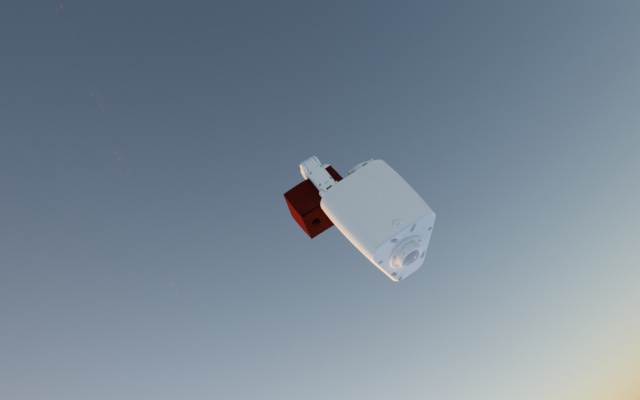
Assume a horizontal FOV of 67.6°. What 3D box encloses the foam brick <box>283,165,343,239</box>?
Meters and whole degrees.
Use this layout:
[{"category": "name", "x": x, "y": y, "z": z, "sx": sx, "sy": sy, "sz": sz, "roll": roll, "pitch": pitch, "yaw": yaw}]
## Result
[{"category": "foam brick", "x": 0.000, "y": 0.002, "z": 0.633, "sx": 0.078, "sy": 0.051, "sz": 0.053, "roll": -32, "pitch": -38, "yaw": -10}]
